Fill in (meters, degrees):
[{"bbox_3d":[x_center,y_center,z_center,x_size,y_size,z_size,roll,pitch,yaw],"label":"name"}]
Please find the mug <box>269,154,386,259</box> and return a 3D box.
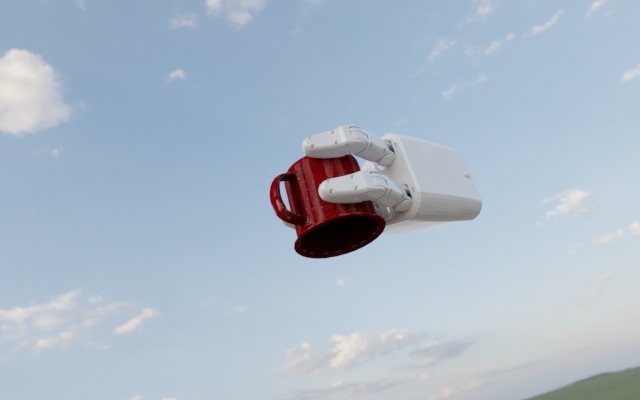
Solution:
[{"bbox_3d":[-0.001,0.001,0.478,0.117,0.081,0.093,6,-35,-36],"label":"mug"}]
